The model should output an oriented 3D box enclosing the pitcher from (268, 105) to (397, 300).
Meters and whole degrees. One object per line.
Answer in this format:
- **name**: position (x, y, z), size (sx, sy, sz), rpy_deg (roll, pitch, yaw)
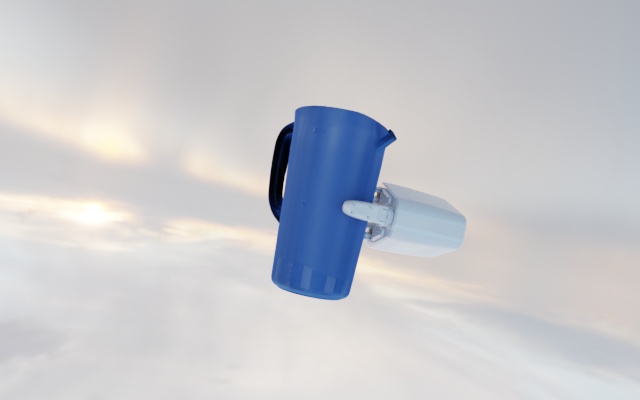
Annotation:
- **pitcher**: position (0.000, 0.002, 0.649), size (0.145, 0.243, 0.149), rpy_deg (12, -3, -11)
